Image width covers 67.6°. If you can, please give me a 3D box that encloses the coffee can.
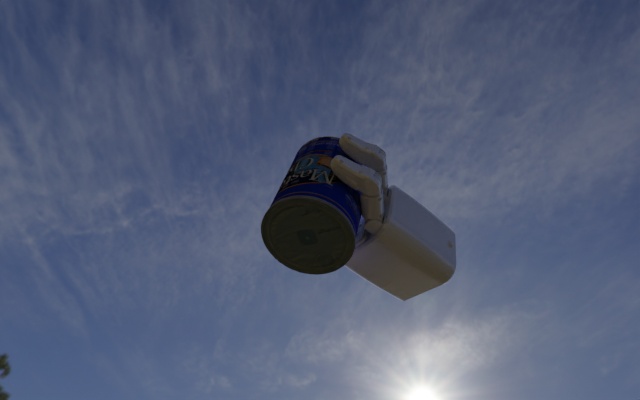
[{"bbox_3d":[0.000,0.002,0.559,0.103,0.103,0.140,0,34,14],"label":"coffee can"}]
